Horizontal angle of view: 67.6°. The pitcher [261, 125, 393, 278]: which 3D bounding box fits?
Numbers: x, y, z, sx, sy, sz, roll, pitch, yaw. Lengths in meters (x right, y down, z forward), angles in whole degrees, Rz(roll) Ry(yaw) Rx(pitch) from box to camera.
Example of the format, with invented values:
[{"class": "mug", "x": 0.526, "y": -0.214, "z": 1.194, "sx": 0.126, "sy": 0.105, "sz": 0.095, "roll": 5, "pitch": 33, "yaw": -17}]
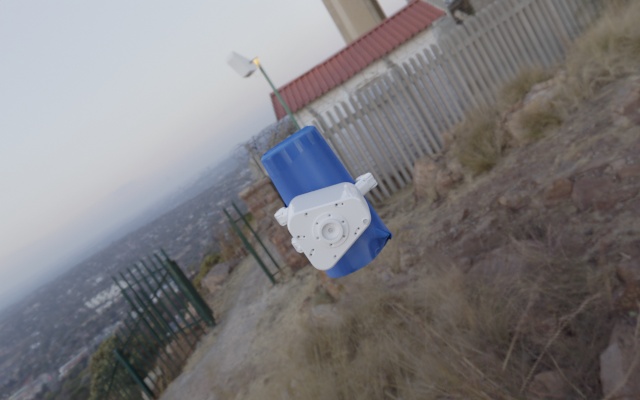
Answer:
[{"class": "pitcher", "x": 0.000, "y": 0.003, "z": 0.819, "sx": 0.149, "sy": 0.243, "sz": 0.145, "roll": -32, "pitch": 10, "yaw": 5}]
